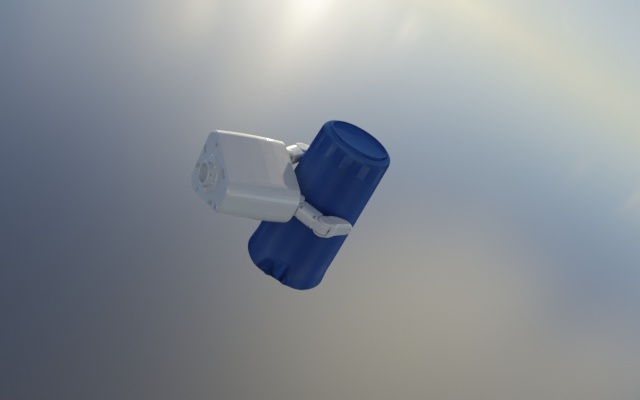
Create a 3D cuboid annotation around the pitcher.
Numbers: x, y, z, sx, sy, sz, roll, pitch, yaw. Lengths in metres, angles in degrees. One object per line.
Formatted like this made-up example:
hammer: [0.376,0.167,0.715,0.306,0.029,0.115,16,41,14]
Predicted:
pitcher: [0.000,0.002,0.720,0.145,0.243,0.149,8,36,-38]
